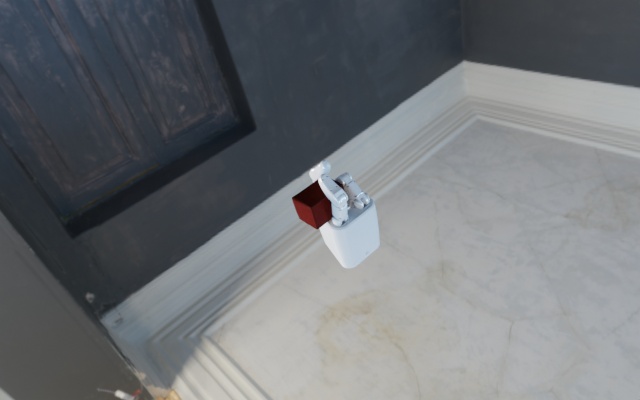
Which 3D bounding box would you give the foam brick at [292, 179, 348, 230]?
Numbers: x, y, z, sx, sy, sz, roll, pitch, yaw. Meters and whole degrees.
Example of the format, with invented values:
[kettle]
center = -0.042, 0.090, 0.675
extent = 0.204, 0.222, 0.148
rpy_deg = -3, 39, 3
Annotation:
[foam brick]
center = 0.000, 0.003, 0.827
extent = 0.078, 0.051, 0.053
rpy_deg = -36, 43, -25
